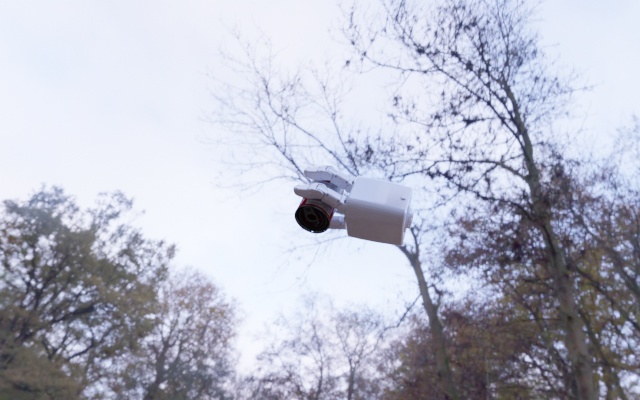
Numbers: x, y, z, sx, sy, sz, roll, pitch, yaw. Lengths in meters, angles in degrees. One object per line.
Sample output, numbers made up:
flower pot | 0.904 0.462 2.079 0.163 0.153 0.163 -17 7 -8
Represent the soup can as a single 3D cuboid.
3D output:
soup can | 0.000 0.003 0.895 0.068 0.068 0.102 0 40 24
